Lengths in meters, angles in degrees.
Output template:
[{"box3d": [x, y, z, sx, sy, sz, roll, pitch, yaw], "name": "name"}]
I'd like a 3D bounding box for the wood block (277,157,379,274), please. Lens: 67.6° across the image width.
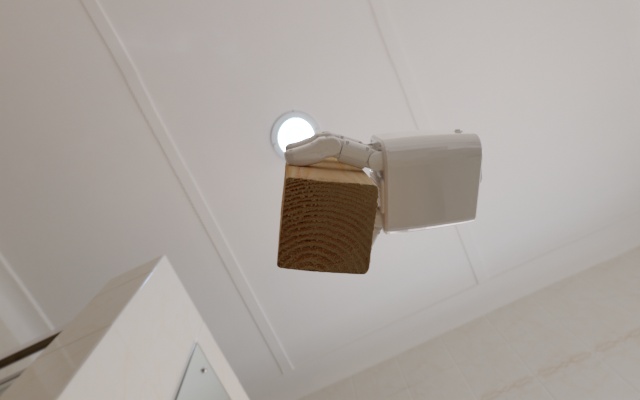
[{"box3d": [0.000, 0.002, 0.545, 0.090, 0.091, 0.206, 5, 13, -5], "name": "wood block"}]
